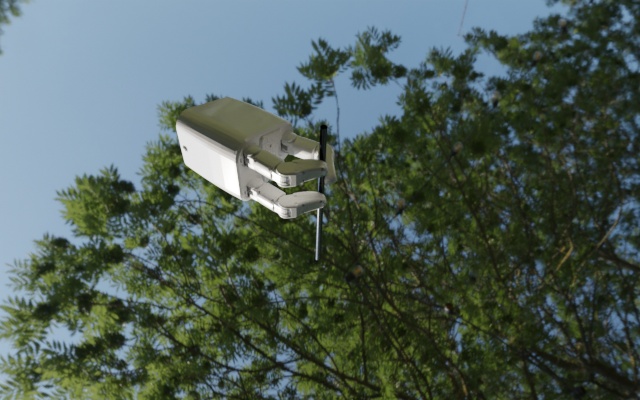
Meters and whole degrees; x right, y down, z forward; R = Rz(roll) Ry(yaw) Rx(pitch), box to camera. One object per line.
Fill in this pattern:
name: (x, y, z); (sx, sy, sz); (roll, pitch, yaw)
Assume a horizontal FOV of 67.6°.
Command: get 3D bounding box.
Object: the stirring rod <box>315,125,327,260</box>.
stirring rod: (0.000, 0.002, 0.606); (0.011, 0.011, 0.240); (0, -43, -2)
